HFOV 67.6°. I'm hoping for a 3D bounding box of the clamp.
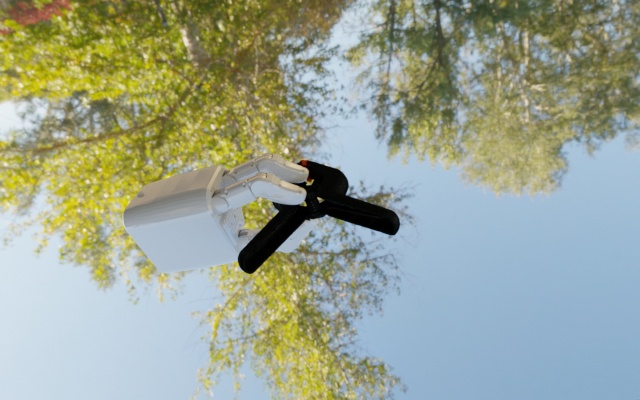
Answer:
[{"bbox_3d":[0.000,0.002,0.547,0.164,0.036,0.210,-11,27,8],"label":"clamp"}]
